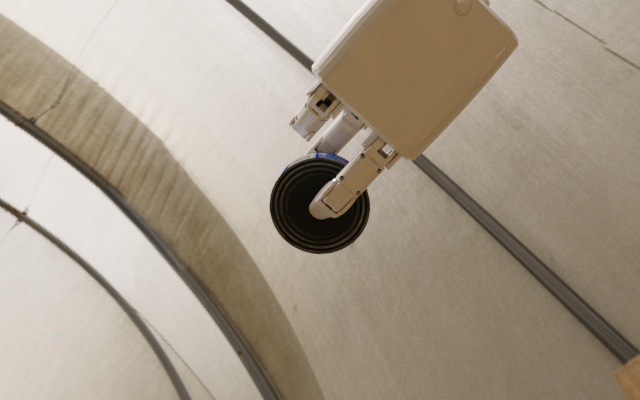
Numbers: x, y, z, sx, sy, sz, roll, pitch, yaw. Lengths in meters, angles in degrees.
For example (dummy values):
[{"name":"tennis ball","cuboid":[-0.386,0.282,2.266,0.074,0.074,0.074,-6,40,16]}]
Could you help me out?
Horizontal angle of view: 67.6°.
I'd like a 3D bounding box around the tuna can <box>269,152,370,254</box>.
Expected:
[{"name":"tuna can","cuboid":[0.000,0.001,0.420,0.086,0.086,0.033,0,17,3]}]
